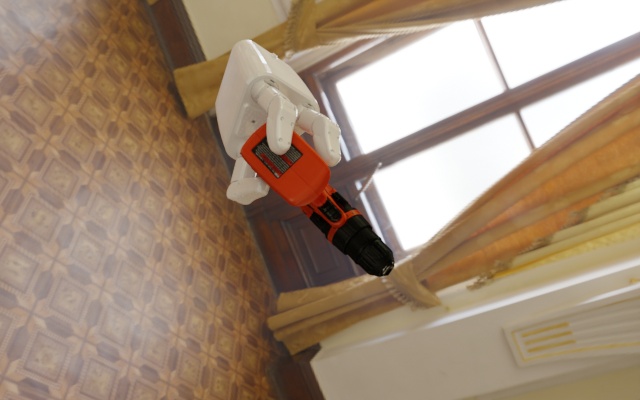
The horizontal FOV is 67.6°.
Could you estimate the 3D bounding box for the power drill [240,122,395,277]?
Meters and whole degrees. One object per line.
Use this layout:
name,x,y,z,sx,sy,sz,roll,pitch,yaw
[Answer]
power drill,0.000,0.001,0.537,0.184,0.057,0.188,43,-4,29
